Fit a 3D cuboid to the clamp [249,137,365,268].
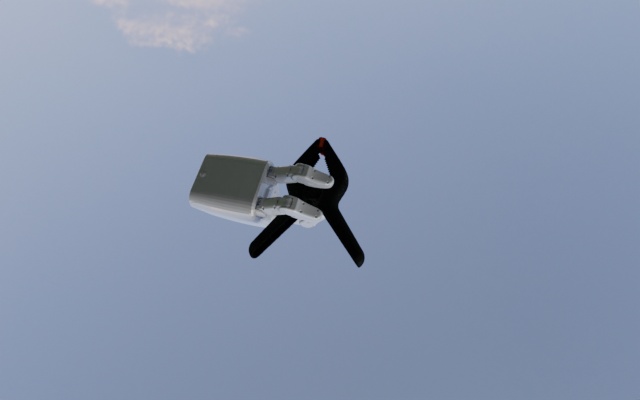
[{"bbox_3d":[0.000,0.002,0.705,0.164,0.210,0.036,11,-25,12],"label":"clamp"}]
